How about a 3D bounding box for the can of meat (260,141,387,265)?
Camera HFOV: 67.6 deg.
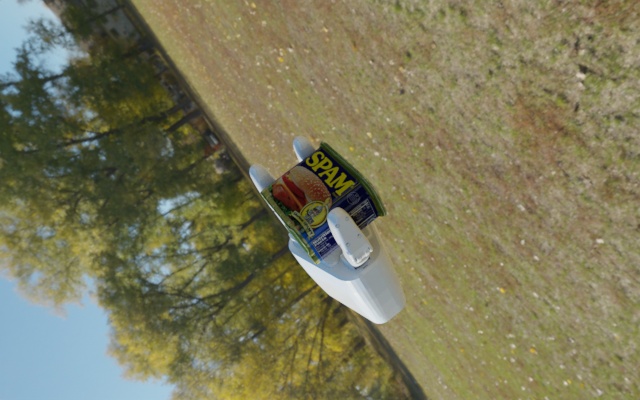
[{"bbox_3d":[0.000,0.002,0.470,0.102,0.084,0.057,47,-8,44],"label":"can of meat"}]
